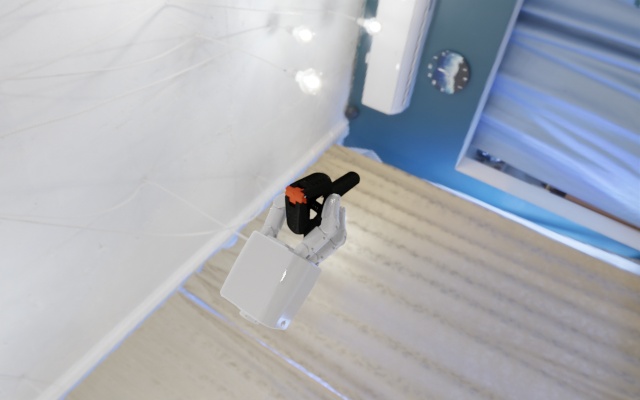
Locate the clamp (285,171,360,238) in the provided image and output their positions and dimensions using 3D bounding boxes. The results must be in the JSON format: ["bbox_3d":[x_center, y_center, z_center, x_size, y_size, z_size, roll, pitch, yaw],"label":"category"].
[{"bbox_3d":[-0.001,0.002,0.709,0.036,0.164,0.210,27,-9,20],"label":"clamp"}]
